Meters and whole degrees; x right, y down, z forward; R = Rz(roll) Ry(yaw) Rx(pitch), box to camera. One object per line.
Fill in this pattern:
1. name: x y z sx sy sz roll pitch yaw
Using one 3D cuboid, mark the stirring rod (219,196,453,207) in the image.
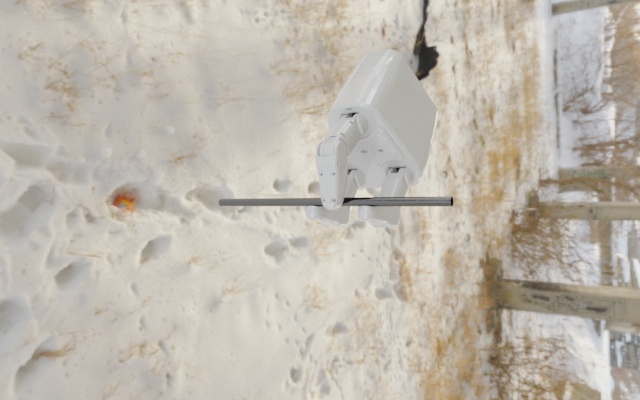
1. stirring rod: 0.000 0.001 0.437 0.239 0.011 0.011 0 0 31
